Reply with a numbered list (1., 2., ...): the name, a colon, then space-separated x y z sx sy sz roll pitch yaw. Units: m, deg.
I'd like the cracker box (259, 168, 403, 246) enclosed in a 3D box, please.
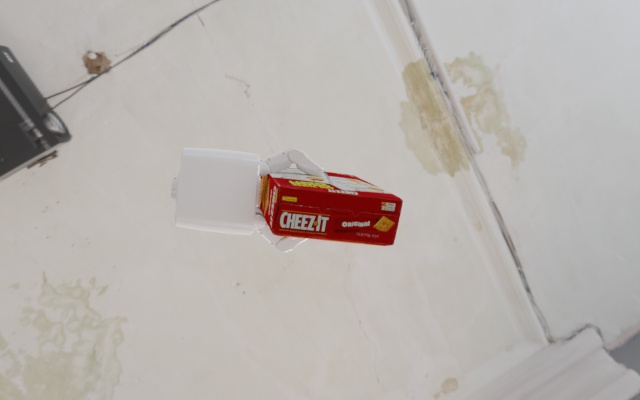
1. cracker box: 0.000 0.002 0.694 0.164 0.072 0.213 6 10 -14
